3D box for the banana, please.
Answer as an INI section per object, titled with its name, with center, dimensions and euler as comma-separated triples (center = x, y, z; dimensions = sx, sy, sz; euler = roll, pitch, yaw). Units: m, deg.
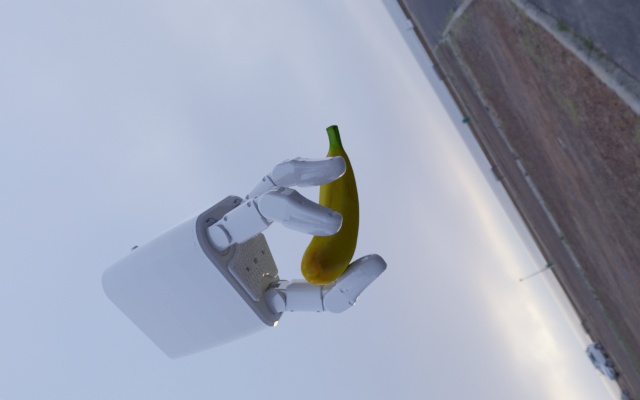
[banana]
center = 0.009, 0.013, 0.415
dimensions = 0.037, 0.070, 0.197
euler = -20, 34, 19
